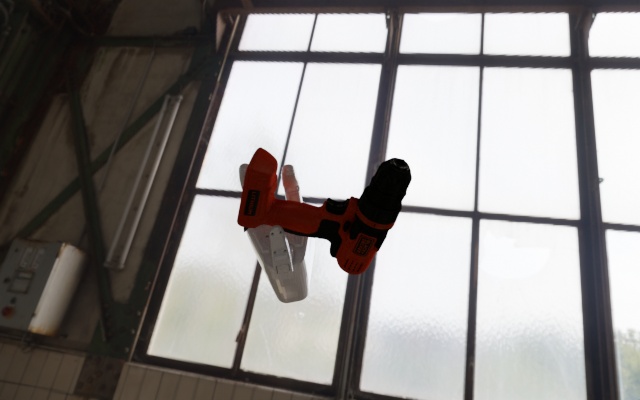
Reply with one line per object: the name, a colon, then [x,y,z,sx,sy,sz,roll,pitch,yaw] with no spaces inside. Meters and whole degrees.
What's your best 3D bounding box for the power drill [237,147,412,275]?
power drill: [0.000,0.002,0.581,0.187,0.185,0.057,20,39,-1]
